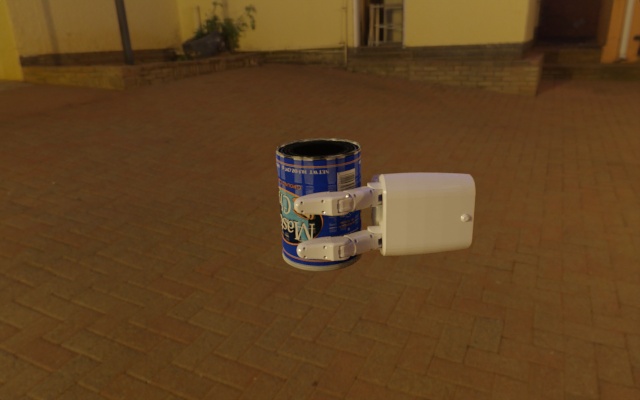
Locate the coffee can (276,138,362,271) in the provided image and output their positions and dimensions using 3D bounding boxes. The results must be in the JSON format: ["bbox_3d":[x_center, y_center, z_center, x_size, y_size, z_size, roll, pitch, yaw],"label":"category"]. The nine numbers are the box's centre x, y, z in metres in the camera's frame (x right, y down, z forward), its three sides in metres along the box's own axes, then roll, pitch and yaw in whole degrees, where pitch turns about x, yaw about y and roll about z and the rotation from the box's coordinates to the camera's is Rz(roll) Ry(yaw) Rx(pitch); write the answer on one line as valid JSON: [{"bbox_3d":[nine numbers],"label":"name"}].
[{"bbox_3d":[0.000,0.002,0.591,0.103,0.140,0.102,-2,19,1],"label":"coffee can"}]
